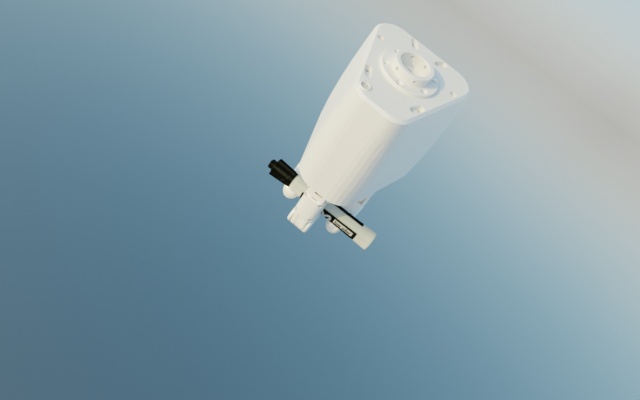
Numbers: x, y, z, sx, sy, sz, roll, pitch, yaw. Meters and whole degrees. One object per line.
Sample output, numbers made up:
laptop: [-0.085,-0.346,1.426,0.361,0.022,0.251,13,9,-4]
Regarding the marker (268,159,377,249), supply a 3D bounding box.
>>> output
marker: [0.000,0.001,0.450,0.121,0.020,0.020,39,2,2]
